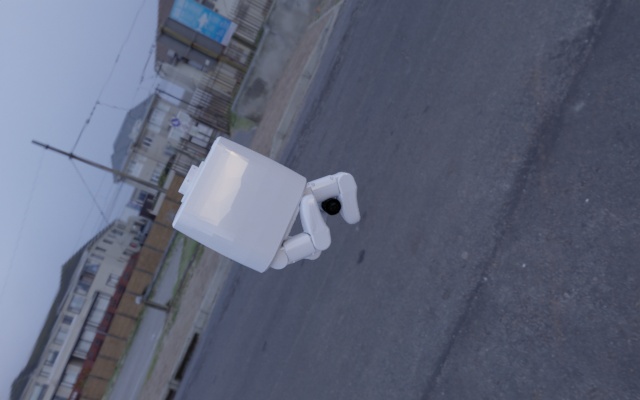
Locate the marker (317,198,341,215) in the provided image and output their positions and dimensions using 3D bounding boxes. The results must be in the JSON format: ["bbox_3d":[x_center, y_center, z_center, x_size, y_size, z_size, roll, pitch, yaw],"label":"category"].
[{"bbox_3d":[0.000,0.002,0.573,0.020,0.020,0.121,0,6,-14],"label":"marker"}]
